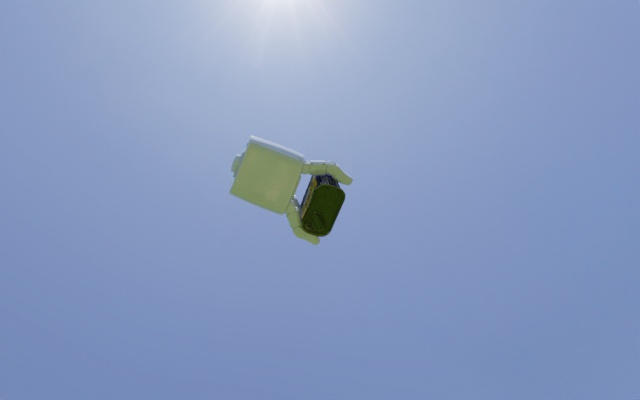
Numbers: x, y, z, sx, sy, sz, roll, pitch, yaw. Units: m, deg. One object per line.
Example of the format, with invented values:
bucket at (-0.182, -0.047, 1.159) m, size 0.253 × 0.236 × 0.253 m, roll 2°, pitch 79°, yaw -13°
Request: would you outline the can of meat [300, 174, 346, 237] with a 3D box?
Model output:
can of meat at (0.000, 0.003, 0.892) m, size 0.057 × 0.102 × 0.084 m, roll 17°, pitch 20°, yaw -15°
